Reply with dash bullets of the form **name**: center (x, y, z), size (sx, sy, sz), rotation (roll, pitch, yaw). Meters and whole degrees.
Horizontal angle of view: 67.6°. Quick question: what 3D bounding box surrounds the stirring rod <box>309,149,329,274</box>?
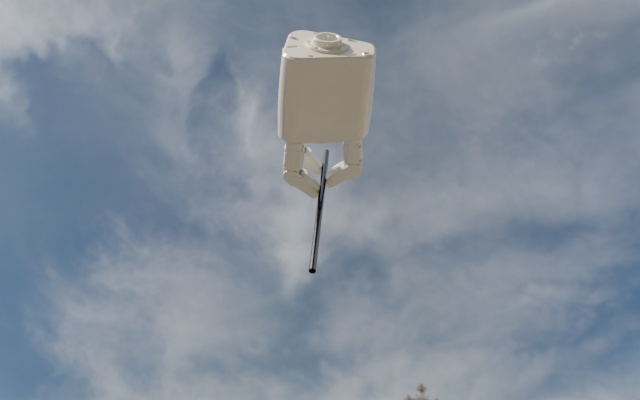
- **stirring rod**: center (0.000, 0.002, 0.608), size (0.011, 0.011, 0.239), rotation (0, 38, 5)
